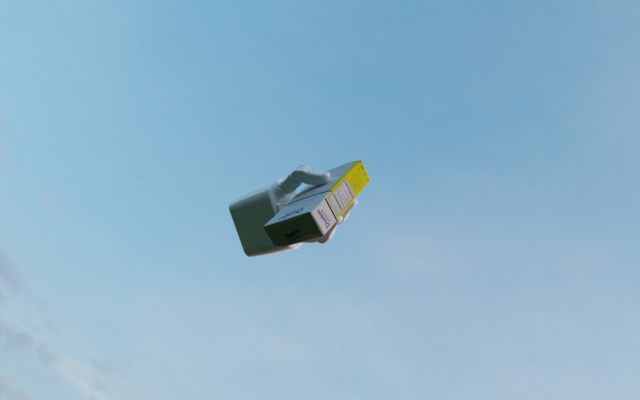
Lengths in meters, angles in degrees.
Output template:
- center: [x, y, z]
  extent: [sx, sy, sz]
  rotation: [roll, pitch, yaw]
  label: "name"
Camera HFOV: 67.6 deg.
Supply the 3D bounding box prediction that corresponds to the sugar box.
- center: [0.000, 0.003, 0.718]
  extent: [0.093, 0.048, 0.176]
  rotation: [-18, 20, 37]
  label: "sugar box"
